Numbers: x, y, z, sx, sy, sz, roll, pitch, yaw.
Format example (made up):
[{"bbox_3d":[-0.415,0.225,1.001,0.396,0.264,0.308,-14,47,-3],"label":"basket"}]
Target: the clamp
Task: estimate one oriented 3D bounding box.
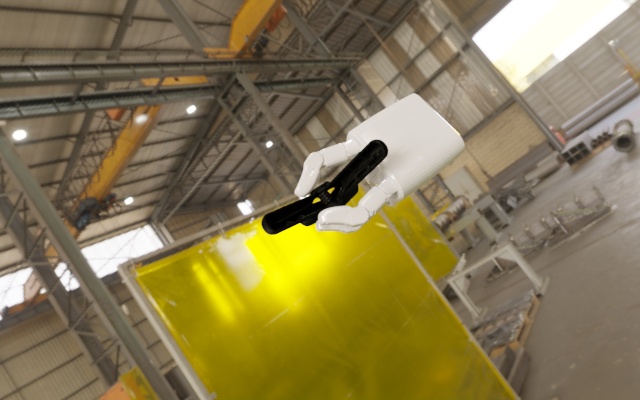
[{"bbox_3d":[0.000,0.001,0.611,0.164,0.036,0.210,-33,-8,-9],"label":"clamp"}]
